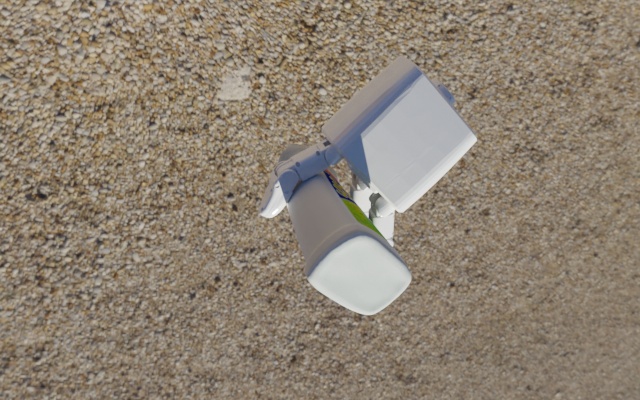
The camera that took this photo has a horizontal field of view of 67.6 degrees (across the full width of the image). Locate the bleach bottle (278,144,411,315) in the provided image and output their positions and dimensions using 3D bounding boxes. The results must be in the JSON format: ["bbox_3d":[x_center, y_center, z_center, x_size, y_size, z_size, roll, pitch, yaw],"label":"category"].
[{"bbox_3d":[0.000,0.002,0.501,0.103,0.068,0.250,39,12,-35],"label":"bleach bottle"}]
